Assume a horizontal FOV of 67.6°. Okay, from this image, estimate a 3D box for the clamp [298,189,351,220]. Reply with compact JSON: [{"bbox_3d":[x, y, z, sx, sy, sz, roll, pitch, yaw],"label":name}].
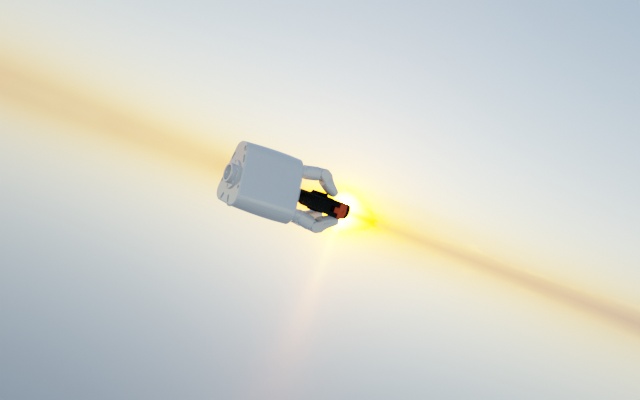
[{"bbox_3d":[0.000,0.002,0.856,0.164,0.036,0.210,16,2,-33],"label":"clamp"}]
